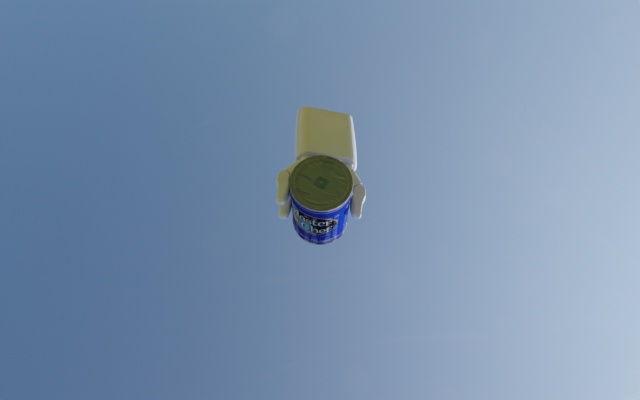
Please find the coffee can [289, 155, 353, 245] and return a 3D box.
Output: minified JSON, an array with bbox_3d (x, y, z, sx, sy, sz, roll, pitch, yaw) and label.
[{"bbox_3d":[0.000,0.003,0.824,0.103,0.102,0.140,0,-28,-1],"label":"coffee can"}]
